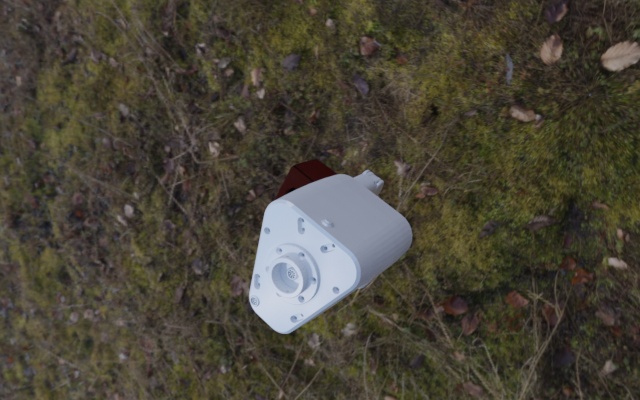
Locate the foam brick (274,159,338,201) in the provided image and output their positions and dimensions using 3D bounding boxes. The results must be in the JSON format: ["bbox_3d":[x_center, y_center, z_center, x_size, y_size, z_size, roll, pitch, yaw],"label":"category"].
[{"bbox_3d":[0.000,0.002,0.496,0.078,0.053,0.051,39,28,17],"label":"foam brick"}]
